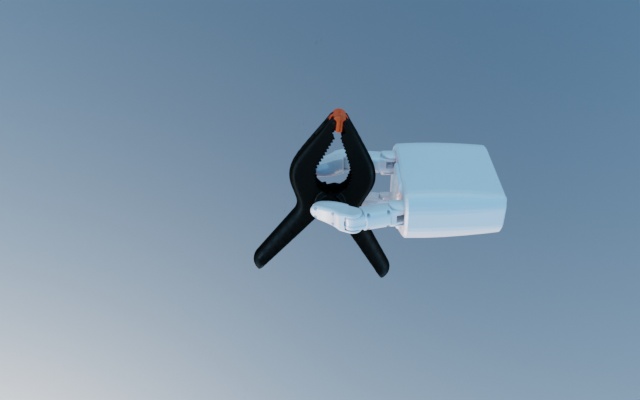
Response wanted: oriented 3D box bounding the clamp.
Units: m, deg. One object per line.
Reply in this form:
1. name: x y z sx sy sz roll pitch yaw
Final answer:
1. clamp: 0.000 0.002 0.540 0.164 0.210 0.036 -2 28 -1
